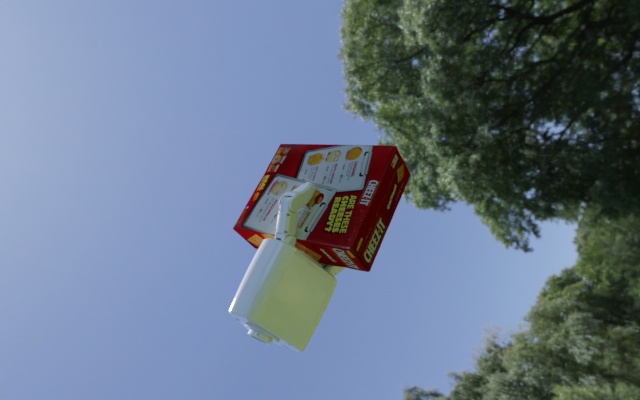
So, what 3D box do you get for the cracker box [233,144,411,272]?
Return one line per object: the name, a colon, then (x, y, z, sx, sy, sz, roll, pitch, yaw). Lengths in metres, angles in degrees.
cracker box: (0.000, 0.002, 0.686, 0.213, 0.164, 0.072, 6, -31, 38)
